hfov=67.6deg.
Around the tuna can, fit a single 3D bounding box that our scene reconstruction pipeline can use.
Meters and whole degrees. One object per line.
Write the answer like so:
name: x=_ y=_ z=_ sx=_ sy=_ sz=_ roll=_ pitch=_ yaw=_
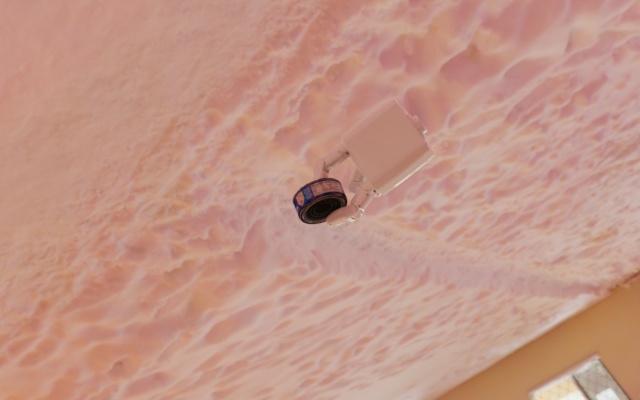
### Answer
tuna can: x=0.000 y=0.003 z=0.775 sx=0.086 sy=0.033 sz=0.086 roll=-17 pitch=-30 yaw=-10
